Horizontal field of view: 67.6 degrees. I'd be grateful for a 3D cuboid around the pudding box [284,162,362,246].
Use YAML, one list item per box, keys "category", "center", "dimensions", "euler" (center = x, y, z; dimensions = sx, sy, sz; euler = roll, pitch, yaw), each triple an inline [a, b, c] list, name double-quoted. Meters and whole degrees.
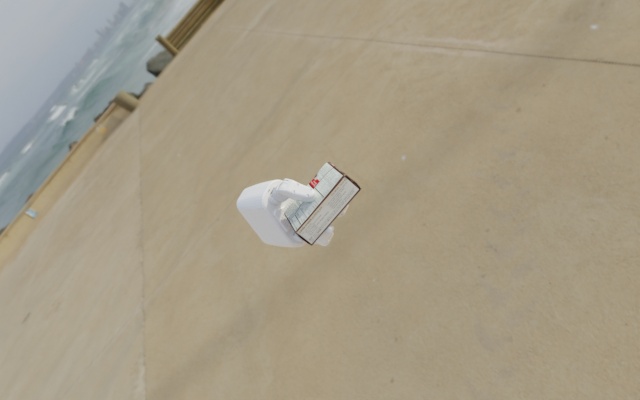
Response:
- category: "pudding box"
  center: [0.000, 0.002, 0.714]
  dimensions: [0.039, 0.113, 0.090]
  euler: [37, 5, -23]
